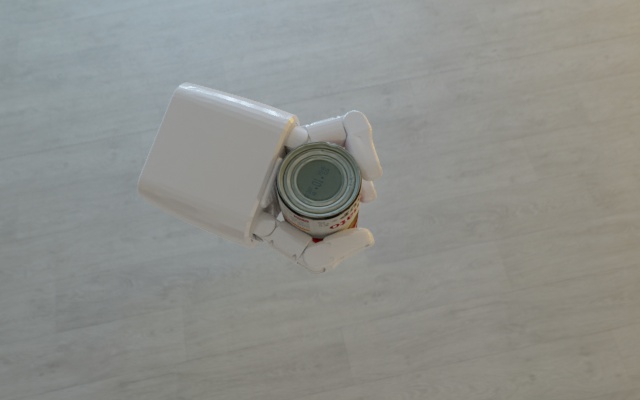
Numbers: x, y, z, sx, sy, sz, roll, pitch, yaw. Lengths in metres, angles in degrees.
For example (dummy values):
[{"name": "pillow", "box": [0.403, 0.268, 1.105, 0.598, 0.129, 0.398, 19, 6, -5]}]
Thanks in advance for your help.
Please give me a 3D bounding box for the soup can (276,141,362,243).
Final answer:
[{"name": "soup can", "box": [0.000, 0.002, 0.409, 0.068, 0.068, 0.102, 0, -22, 2]}]
